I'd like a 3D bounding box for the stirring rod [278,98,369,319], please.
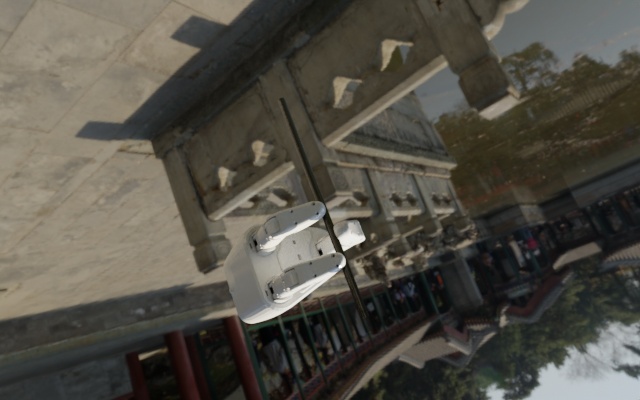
[{"bbox_3d":[0.000,0.001,0.479,0.011,0.239,0.011,-20,-14,-5],"label":"stirring rod"}]
